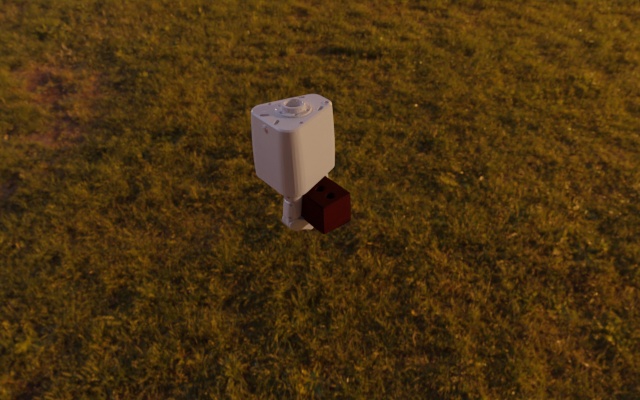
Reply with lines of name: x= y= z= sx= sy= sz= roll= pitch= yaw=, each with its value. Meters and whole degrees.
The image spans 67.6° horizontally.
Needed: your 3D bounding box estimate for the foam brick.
foam brick: x=0.000 y=0.002 z=0.699 sx=0.053 sy=0.051 sz=0.078 roll=-28 pitch=46 yaw=-30
